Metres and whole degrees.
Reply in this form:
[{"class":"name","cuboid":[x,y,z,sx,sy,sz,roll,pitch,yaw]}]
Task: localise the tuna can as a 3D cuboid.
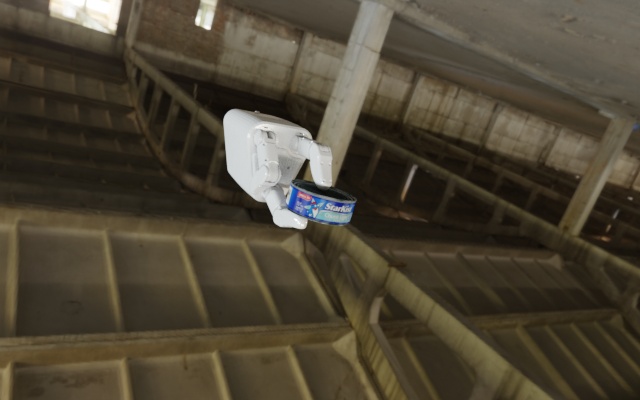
[{"class":"tuna can","cuboid":[0.000,0.003,0.600,0.086,0.034,0.086,15,11,-3]}]
